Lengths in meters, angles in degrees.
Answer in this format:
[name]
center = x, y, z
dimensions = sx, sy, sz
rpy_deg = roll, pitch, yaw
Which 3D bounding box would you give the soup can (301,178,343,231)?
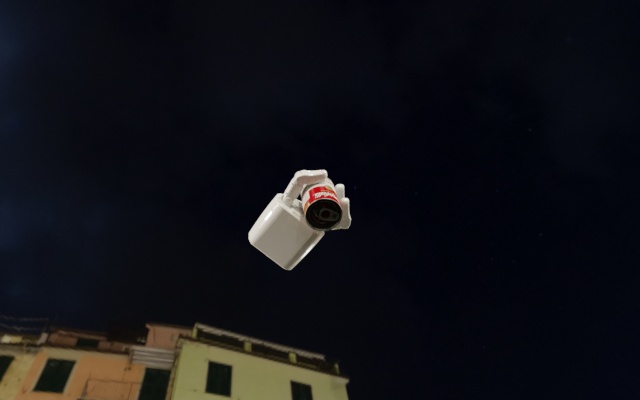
[soup can]
center = 0.000, 0.002, 0.894
dimensions = 0.068, 0.068, 0.102
rpy_deg = 0, 28, -8
